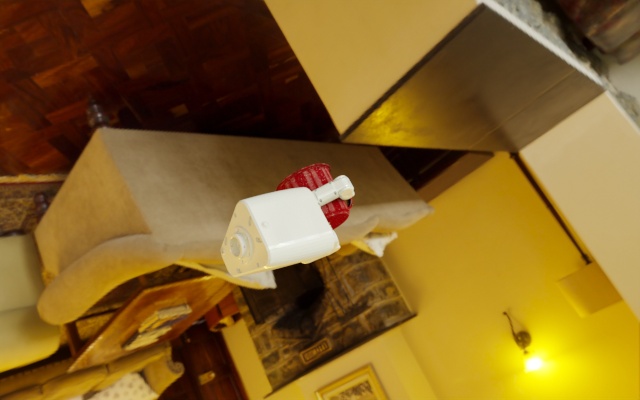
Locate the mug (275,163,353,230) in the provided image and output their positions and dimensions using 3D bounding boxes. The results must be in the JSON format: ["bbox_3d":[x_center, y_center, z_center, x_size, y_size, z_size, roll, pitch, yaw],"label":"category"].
[{"bbox_3d":[0.001,0.002,0.719,0.117,0.081,0.093,-12,-24,-39],"label":"mug"}]
